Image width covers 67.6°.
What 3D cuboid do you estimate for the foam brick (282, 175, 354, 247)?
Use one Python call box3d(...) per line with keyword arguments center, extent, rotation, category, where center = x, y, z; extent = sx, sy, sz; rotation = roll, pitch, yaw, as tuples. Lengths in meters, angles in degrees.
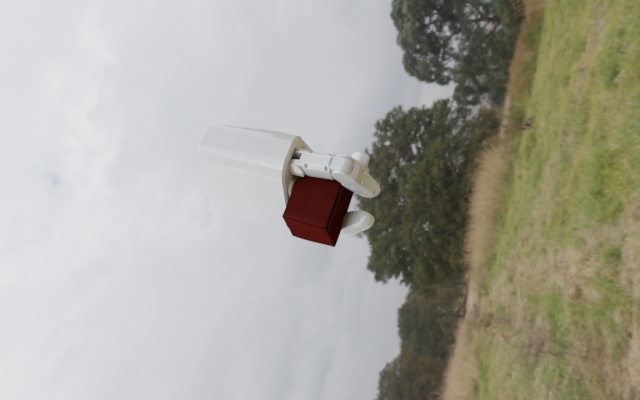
box3d(center=(0.000, 0.002, 0.512), extent=(0.051, 0.078, 0.053), rotation=(13, -24, 16), category="foam brick")
